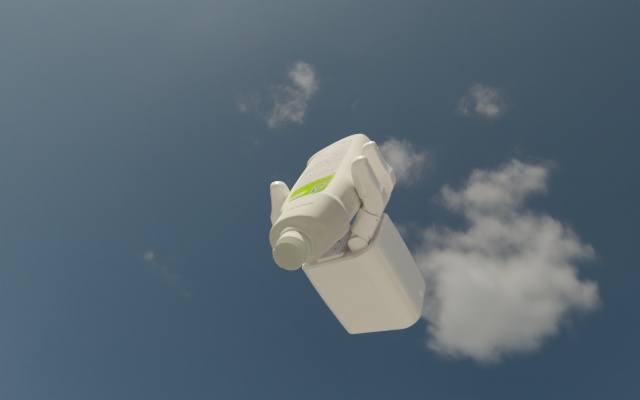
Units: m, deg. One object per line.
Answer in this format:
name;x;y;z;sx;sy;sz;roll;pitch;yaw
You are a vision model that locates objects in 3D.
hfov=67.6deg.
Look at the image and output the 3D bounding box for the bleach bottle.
bleach bottle;0.000;0.002;0.523;0.102;0.068;0.250;-27;13;26
